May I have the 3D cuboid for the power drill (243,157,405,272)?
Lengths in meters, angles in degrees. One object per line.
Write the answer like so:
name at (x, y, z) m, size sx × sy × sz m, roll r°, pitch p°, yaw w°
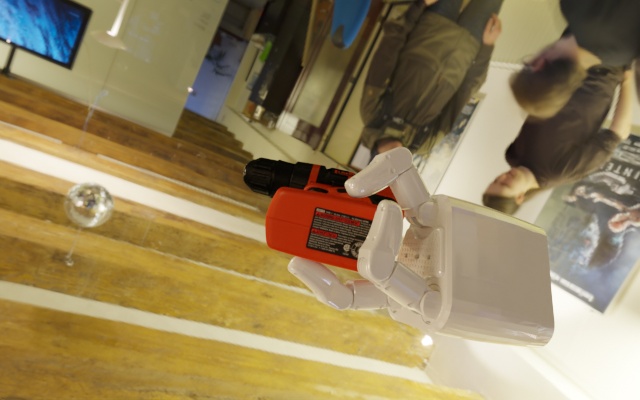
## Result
power drill at (0.000, 0.002, 0.460) m, size 0.184 × 0.057 × 0.187 m, roll 12°, pitch 14°, yaw 2°
